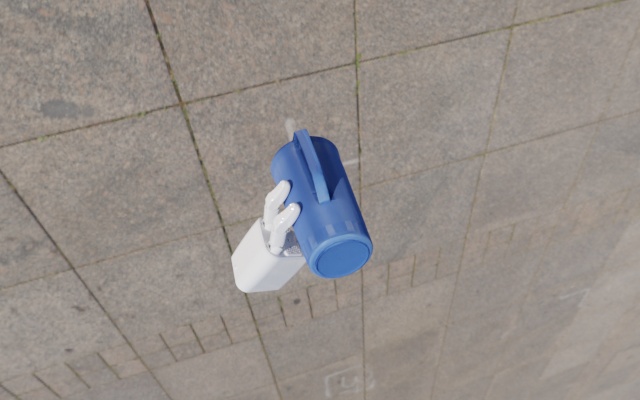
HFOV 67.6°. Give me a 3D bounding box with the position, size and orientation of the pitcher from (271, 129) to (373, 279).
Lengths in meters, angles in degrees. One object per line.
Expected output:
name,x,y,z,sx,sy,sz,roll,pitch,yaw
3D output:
pitcher,0.000,0.003,0.817,0.149,0.242,0.145,22,-57,-37
